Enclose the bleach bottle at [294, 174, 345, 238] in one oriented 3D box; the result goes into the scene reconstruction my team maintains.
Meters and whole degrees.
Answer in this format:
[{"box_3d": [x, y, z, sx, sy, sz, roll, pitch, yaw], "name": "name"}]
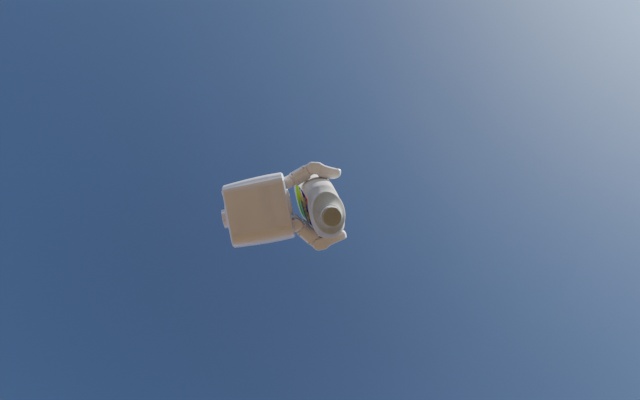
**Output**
[{"box_3d": [0.000, 0.003, 0.815, 0.068, 0.102, 0.251, -13, 7, -6], "name": "bleach bottle"}]
